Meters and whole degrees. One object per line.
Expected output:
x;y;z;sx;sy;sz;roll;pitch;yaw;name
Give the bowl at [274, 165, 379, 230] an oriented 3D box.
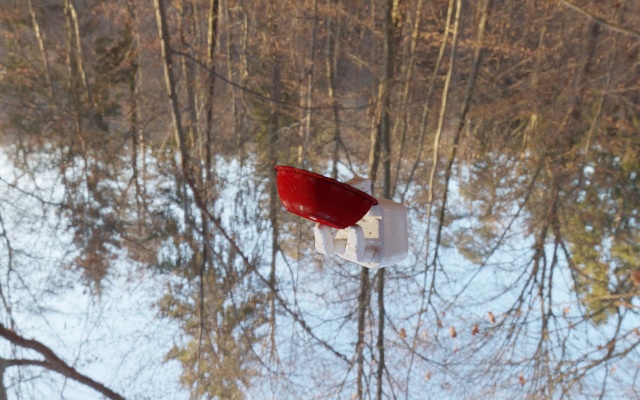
-0.001;0.002;0.697;0.162;0.055;0.162;19;-6;2;bowl
